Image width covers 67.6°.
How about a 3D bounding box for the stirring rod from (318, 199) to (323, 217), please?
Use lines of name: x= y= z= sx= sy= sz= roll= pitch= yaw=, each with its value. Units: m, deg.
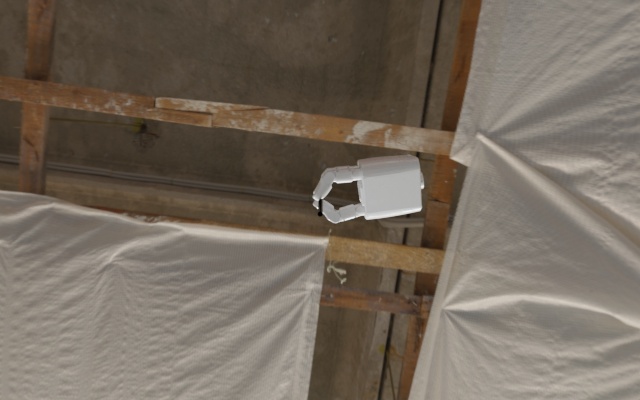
stirring rod: x=0.000 y=0.003 z=0.852 sx=0.011 sy=0.011 sz=0.239 roll=0 pitch=9 yaw=0
